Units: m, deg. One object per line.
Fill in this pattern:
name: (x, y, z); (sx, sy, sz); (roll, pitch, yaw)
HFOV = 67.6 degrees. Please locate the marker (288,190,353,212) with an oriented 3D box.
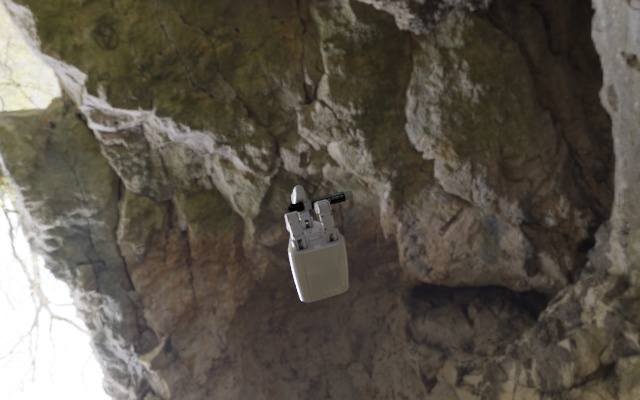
marker: (0.000, 0.003, 0.875); (0.121, 0.020, 0.020); (-14, 2, -10)
